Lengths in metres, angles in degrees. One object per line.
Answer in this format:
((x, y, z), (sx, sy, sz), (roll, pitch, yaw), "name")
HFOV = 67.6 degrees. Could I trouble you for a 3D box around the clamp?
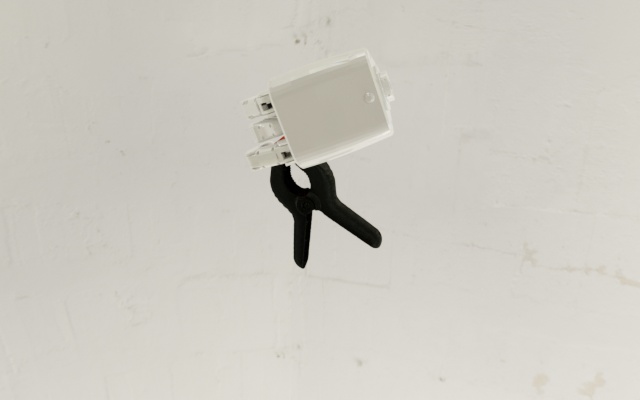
((0.000, 0.001, 0.570), (0.120, 0.171, 0.039), (-13, 23, 17), "clamp")
